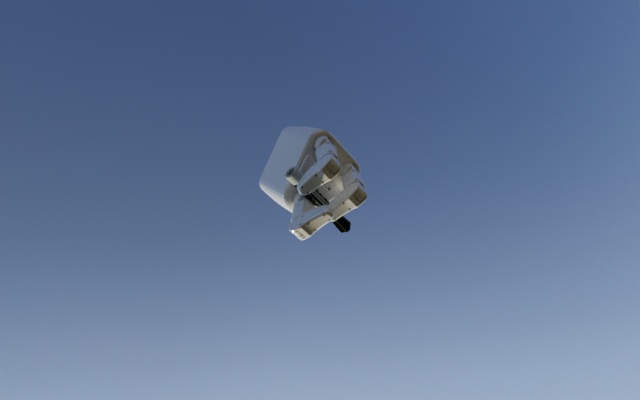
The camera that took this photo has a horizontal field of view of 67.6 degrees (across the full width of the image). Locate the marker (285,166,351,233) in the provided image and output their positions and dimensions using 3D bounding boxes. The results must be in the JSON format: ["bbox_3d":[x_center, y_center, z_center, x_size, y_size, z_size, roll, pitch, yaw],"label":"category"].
[{"bbox_3d":[0.000,0.002,0.617,0.020,0.020,0.121,0,-38,52],"label":"marker"}]
